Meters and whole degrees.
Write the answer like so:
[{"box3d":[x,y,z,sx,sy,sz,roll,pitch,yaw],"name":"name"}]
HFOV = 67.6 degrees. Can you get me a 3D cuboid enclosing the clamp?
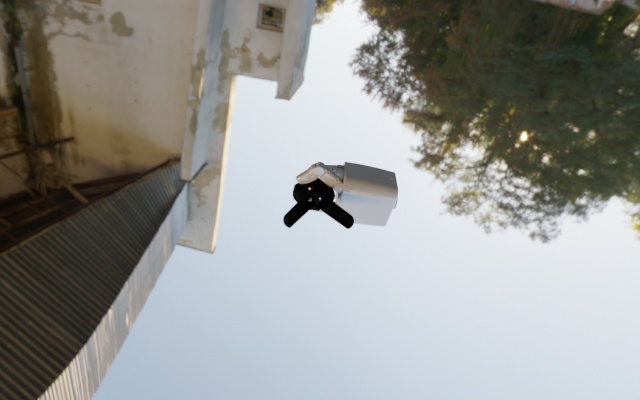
[{"box3d":[0.000,0.003,0.868,0.120,0.039,0.171,11,31,-3],"name":"clamp"}]
